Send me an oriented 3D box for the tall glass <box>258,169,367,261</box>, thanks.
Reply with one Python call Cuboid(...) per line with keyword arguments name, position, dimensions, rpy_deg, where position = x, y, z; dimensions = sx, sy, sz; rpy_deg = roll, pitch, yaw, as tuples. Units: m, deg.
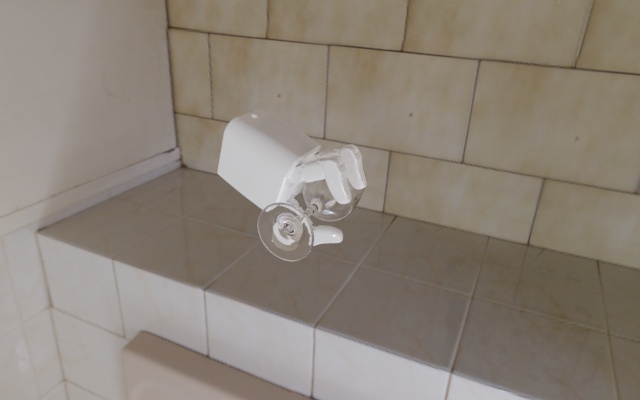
Cuboid(name="tall glass", position=(0.000, 0.002, 0.635), dimensions=(0.079, 0.079, 0.201), rpy_deg=(0, 20, 27))
